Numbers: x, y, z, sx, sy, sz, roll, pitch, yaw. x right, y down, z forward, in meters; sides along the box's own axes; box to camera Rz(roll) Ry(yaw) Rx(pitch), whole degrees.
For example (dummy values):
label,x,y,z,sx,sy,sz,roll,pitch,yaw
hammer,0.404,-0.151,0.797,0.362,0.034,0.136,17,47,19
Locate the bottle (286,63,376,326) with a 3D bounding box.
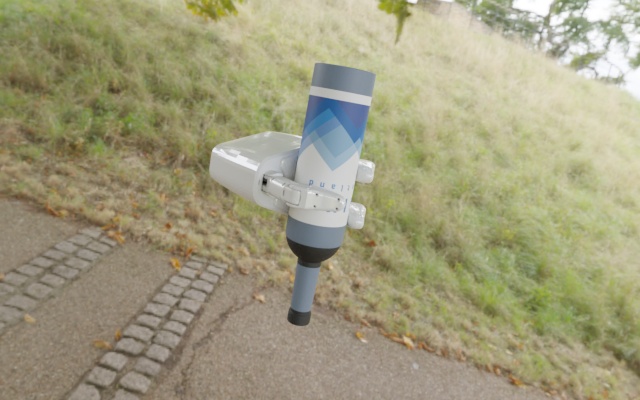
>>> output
label,x,y,z,sx,sy,sz,roll,pitch,yaw
bottle,0.000,0.002,0.537,0.069,0.296,0.069,10,12,-2
